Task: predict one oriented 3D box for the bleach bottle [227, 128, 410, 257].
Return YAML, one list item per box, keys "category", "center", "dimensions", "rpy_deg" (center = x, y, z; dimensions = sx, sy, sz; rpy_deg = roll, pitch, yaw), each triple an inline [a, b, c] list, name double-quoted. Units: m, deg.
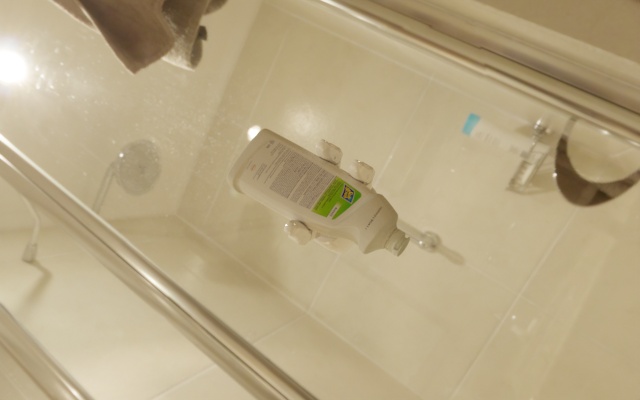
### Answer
- category: "bleach bottle"
  center: [0.000, 0.002, 0.636]
  dimensions: [0.250, 0.102, 0.068]
  rpy_deg: [32, -6, 21]
